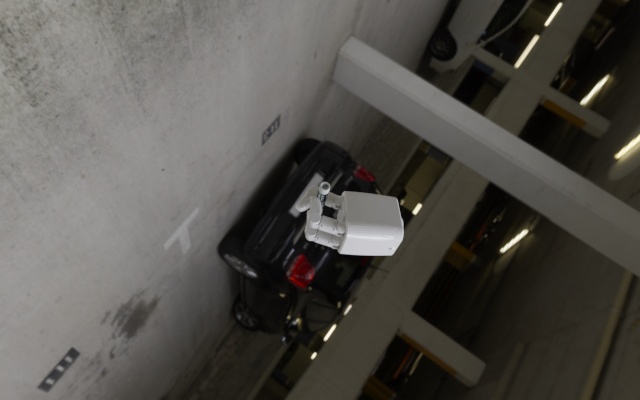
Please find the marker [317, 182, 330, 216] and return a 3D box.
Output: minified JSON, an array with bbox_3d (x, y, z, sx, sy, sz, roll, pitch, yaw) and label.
[{"bbox_3d":[0.000,0.003,0.896,0.020,0.020,0.121,0,-28,-9],"label":"marker"}]
